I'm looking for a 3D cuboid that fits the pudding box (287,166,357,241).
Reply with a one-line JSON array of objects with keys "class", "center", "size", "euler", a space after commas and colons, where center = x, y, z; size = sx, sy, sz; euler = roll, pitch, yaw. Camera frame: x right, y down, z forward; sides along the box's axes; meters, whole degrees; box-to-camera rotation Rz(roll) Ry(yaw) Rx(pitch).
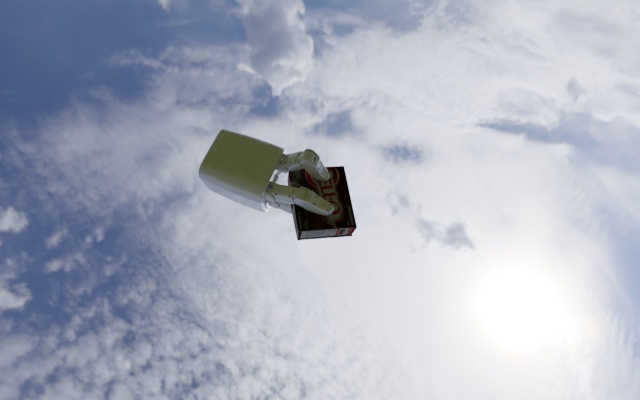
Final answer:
[{"class": "pudding box", "center": [0.000, 0.002, 0.734], "size": [0.090, 0.113, 0.039], "euler": [-4, -27, -11]}]
